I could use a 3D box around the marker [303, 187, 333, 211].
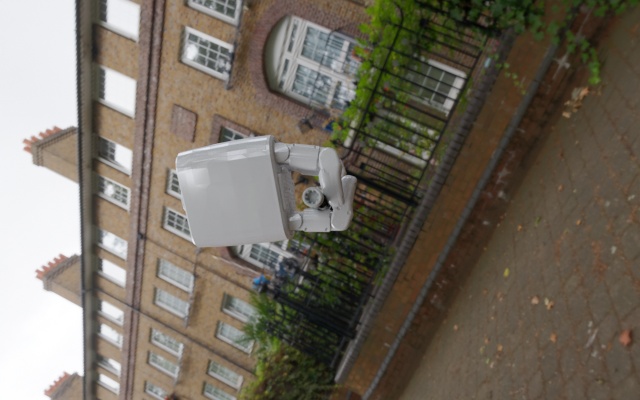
[{"bbox_3d":[0.000,0.002,0.506,0.020,0.020,0.121,0,-5,7],"label":"marker"}]
